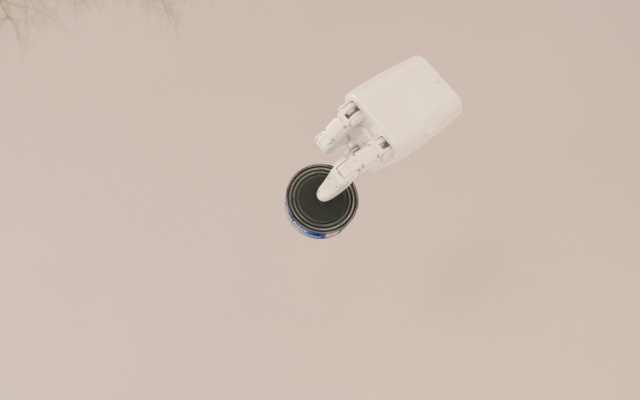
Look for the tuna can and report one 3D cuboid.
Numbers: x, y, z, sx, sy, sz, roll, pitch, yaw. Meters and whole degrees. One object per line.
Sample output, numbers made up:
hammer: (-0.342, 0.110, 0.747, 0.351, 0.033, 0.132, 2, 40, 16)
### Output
tuna can: (0.000, 0.002, 0.568, 0.086, 0.086, 0.034, 0, -18, -9)
